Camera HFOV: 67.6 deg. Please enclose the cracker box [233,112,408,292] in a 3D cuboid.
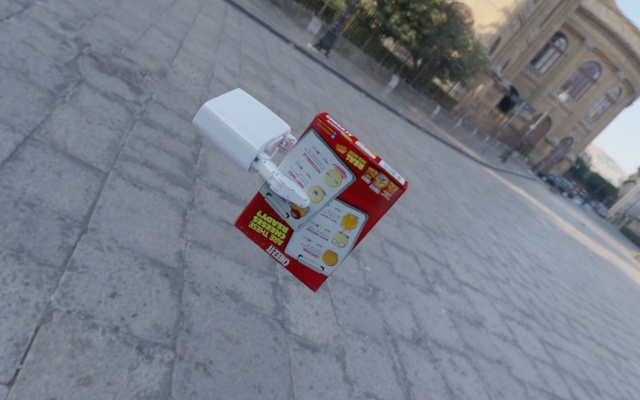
[{"bbox_3d":[0.000,0.002,0.714,0.164,0.214,0.072,40,19,1],"label":"cracker box"}]
